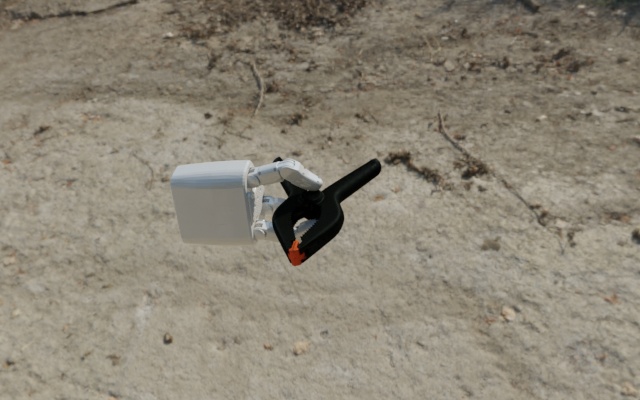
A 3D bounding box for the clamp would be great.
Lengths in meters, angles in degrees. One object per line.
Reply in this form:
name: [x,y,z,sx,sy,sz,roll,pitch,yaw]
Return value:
clamp: [0.000,0.002,0.643,0.164,0.036,0.209,-3,39,9]
